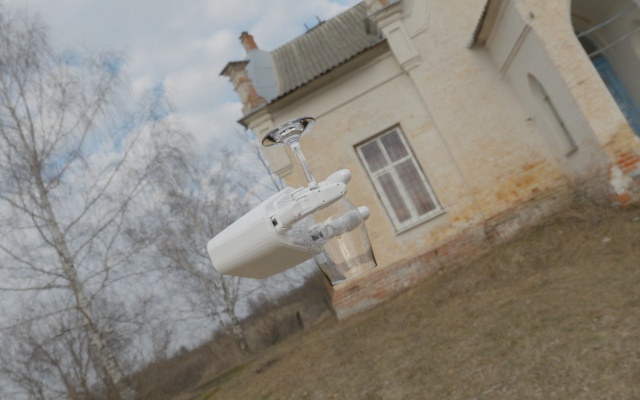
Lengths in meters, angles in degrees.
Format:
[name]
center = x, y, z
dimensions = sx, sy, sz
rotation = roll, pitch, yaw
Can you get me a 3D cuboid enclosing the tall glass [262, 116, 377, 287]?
[tall glass]
center = 0.000, 0.001, 0.590
dimensions = 0.079, 0.201, 0.079
rotation = -24, -10, -4
